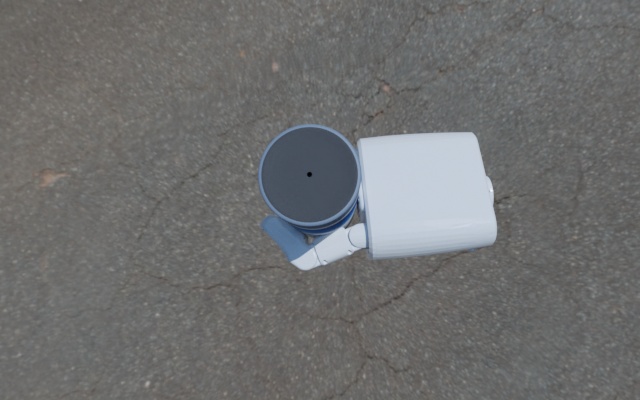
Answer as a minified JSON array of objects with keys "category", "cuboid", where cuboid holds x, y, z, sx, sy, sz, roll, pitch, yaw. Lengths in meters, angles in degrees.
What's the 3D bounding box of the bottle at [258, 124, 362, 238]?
[{"category":"bottle","cuboid":[0.000,0.001,0.449,0.069,0.069,0.296,0,-7,3]}]
